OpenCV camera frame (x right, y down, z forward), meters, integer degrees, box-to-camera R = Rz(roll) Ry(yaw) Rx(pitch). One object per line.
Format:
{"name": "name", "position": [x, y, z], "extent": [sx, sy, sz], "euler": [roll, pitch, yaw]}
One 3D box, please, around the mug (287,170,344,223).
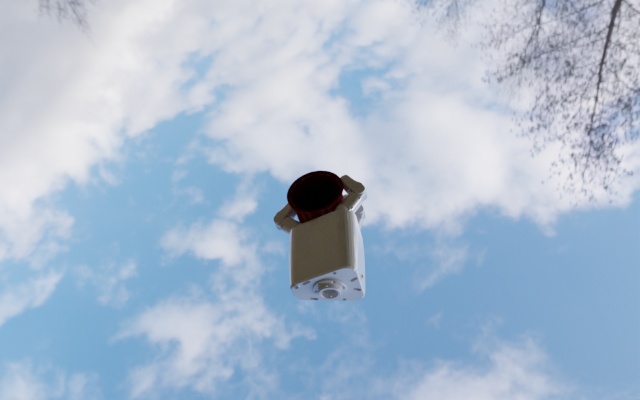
{"name": "mug", "position": [0.000, 0.002, 0.794], "extent": [0.093, 0.117, 0.082], "euler": [-9, -44, 10]}
